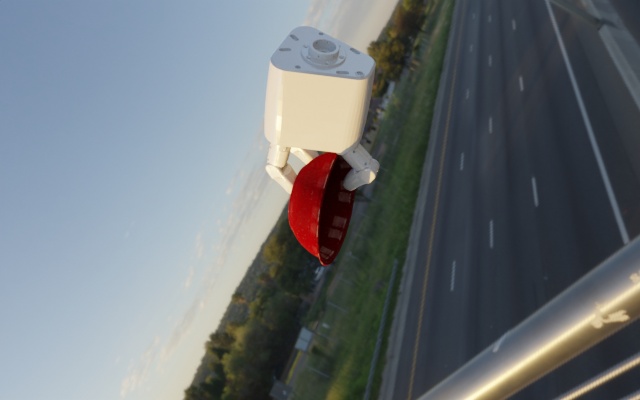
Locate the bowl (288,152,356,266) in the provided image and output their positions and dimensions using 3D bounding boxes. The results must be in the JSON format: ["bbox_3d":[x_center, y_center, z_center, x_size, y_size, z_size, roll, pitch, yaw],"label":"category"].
[{"bbox_3d":[0.000,0.003,0.637,0.055,0.162,0.162,10,3,17],"label":"bowl"}]
